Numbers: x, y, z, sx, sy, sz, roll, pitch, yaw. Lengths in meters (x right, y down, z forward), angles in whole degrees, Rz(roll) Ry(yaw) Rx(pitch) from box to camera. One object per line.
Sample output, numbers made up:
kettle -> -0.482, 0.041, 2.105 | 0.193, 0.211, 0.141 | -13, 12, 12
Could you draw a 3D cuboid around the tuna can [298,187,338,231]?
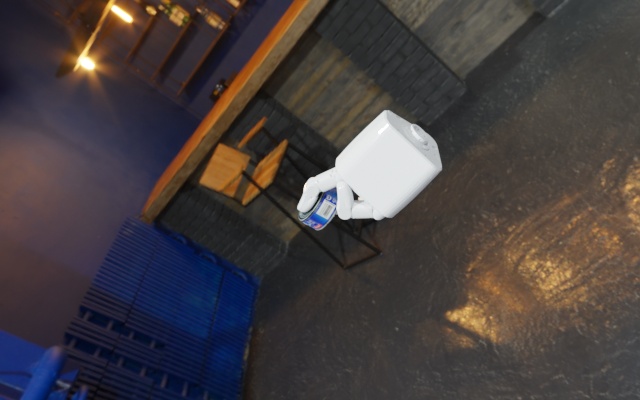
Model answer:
tuna can -> 0.000, 0.002, 0.763 | 0.034, 0.086, 0.086 | 29, -10, -18
